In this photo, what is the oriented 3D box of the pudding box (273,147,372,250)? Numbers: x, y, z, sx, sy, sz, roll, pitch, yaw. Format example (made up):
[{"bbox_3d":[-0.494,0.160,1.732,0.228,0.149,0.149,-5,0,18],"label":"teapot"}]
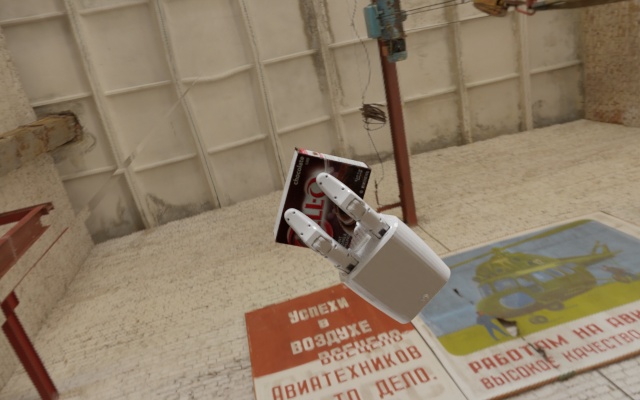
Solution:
[{"bbox_3d":[0.000,0.002,0.563,0.090,0.113,0.039,11,13,-15],"label":"pudding box"}]
